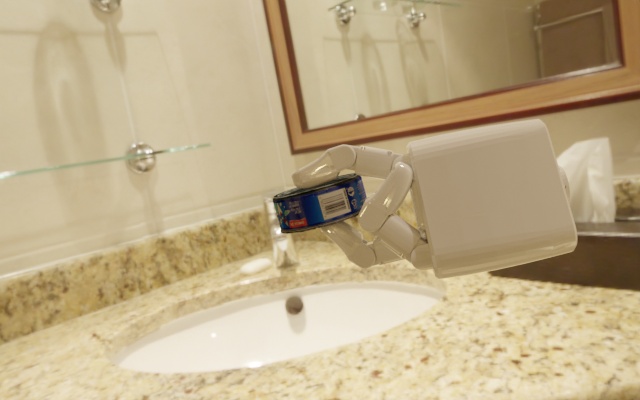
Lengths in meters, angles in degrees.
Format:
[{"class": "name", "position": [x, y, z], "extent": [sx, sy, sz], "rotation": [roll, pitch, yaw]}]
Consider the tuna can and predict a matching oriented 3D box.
[{"class": "tuna can", "position": [0.000, 0.001, 0.439], "extent": [0.086, 0.034, 0.086], "rotation": [-15, 6, 2]}]
